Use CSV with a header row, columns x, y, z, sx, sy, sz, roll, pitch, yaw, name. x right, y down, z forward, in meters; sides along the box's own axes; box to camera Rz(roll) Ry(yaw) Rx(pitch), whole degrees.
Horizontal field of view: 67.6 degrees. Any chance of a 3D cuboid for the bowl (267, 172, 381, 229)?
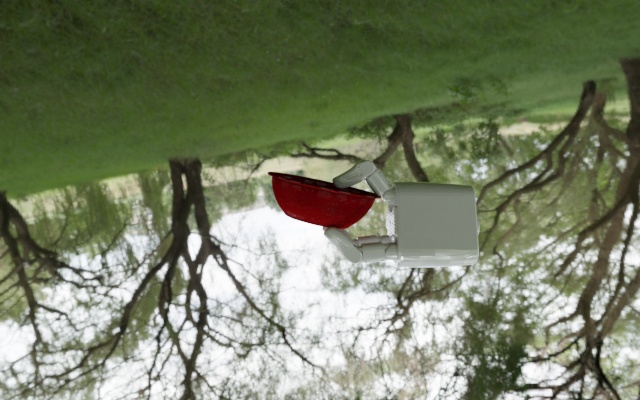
x,y,z,sx,sy,sz,roll,pitch,yaw,name
-0.001,0.002,0.667,0.162,0.055,0.162,13,5,-1,bowl
